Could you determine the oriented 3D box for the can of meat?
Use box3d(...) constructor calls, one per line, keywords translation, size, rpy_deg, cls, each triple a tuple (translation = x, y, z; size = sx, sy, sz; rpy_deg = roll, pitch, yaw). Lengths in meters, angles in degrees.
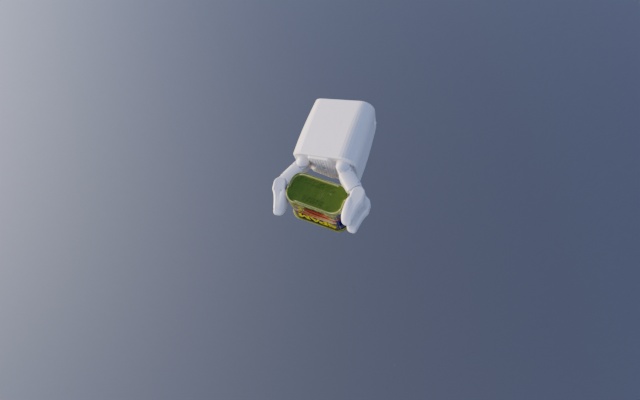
box3d(translation=(0.000, 0.002, 0.762), size=(0.102, 0.057, 0.084), rpy_deg=(19, -15, 14), cls="can of meat")
